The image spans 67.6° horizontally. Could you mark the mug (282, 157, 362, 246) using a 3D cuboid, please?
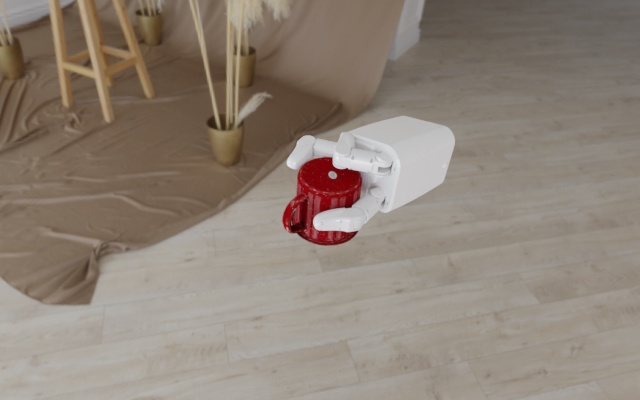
[{"bbox_3d":[-0.001,0.002,0.611,0.117,0.082,0.093,-24,48,-30],"label":"mug"}]
